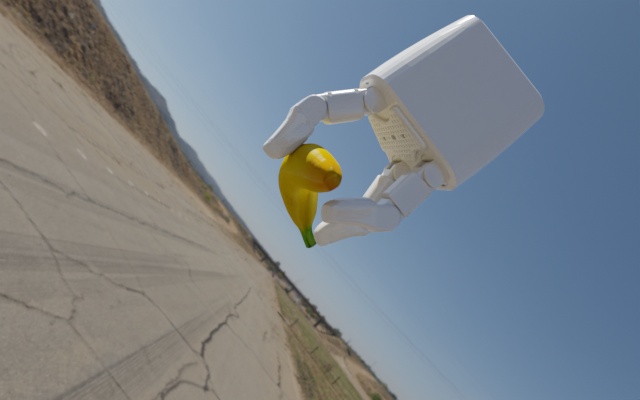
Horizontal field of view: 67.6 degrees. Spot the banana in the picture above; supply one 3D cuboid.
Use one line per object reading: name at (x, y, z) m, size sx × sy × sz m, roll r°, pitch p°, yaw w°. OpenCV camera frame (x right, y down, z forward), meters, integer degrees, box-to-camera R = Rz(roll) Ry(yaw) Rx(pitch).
banana at (-0.011, -0.013, 0.421) m, size 0.037 × 0.069 × 0.198 m, roll -32°, pitch -13°, yaw -13°
